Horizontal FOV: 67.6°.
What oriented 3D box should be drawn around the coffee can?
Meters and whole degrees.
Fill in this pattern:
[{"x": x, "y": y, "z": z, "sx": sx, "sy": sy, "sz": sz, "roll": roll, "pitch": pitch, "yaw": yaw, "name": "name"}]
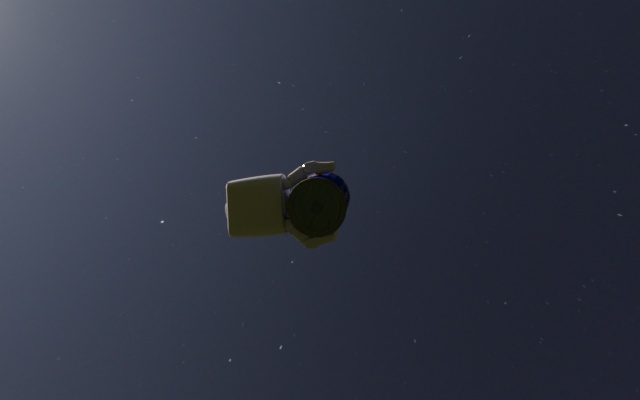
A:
[{"x": 0.000, "y": 0.003, "z": 0.876, "sx": 0.103, "sy": 0.103, "sz": 0.140, "roll": 0, "pitch": 8, "yaw": 6, "name": "coffee can"}]
